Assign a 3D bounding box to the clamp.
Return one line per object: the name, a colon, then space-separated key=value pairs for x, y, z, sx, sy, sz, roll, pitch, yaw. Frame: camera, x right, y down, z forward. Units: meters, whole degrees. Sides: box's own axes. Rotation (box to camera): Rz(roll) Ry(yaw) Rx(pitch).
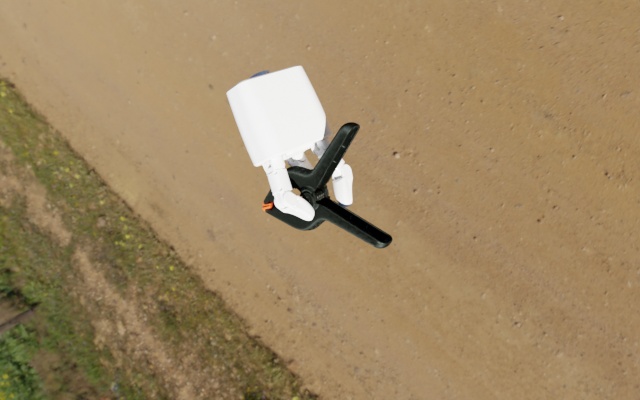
clamp: x=-0.001 y=0.002 z=0.659 sx=0.210 sy=0.164 sz=0.036 roll=-19 pitch=3 yaw=43
